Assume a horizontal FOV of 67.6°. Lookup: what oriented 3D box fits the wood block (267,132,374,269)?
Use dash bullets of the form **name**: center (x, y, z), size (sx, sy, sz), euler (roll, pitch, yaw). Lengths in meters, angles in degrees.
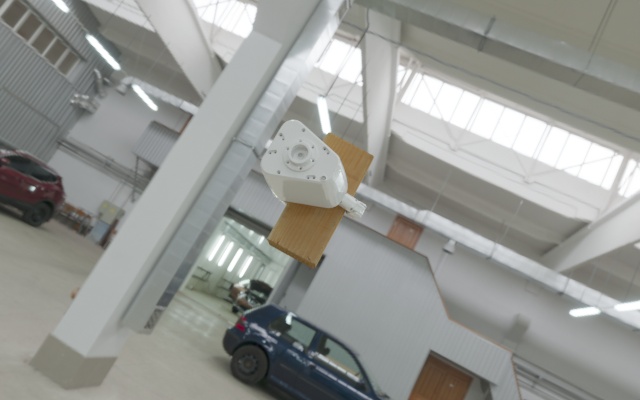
- **wood block**: center (0.000, 0.003, 0.814), size (0.091, 0.206, 0.090), euler (29, -12, 3)
